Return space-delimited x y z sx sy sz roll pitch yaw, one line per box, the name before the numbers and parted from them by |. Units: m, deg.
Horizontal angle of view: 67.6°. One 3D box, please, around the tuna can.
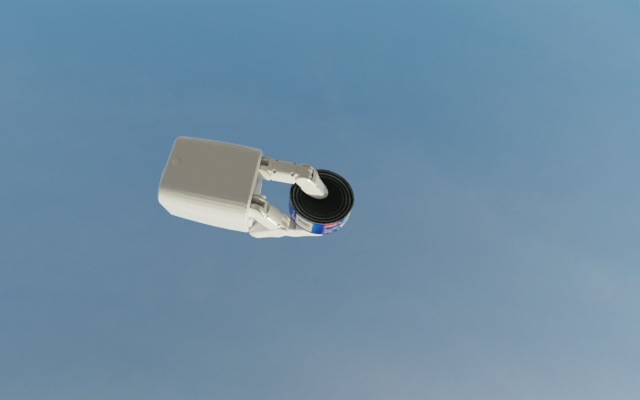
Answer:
tuna can | 0.000 0.002 0.641 0.086 0.086 0.034 0 -32 -8
